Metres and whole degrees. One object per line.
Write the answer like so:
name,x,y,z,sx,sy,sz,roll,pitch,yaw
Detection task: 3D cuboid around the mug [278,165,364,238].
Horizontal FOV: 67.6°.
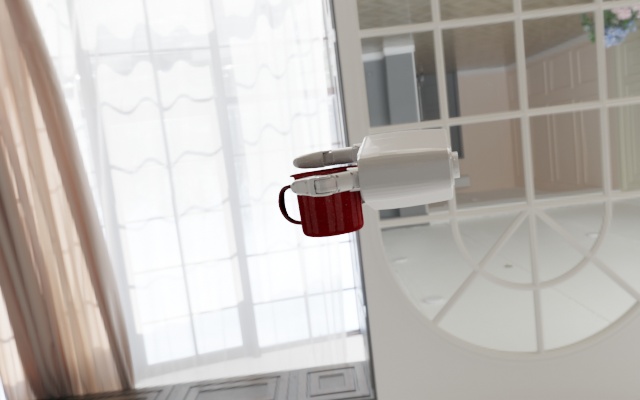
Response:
mug,-0.001,0.002,0.621,0.117,0.081,0.093,-7,6,16
